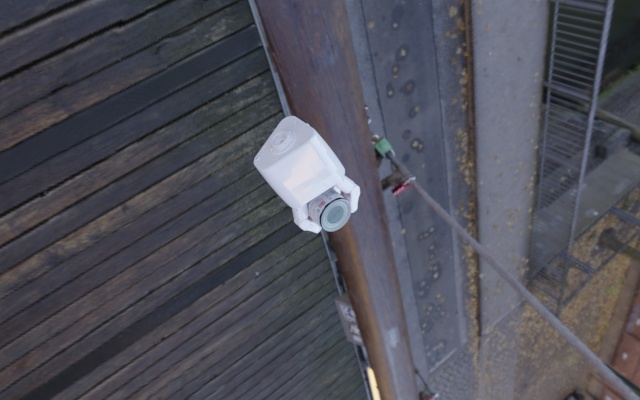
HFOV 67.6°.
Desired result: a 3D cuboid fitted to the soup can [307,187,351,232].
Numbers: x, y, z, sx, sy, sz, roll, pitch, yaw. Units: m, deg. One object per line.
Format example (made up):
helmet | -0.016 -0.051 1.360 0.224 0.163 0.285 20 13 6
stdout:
soup can | 0.000 0.003 0.863 0.068 0.068 0.102 0 27 -38
